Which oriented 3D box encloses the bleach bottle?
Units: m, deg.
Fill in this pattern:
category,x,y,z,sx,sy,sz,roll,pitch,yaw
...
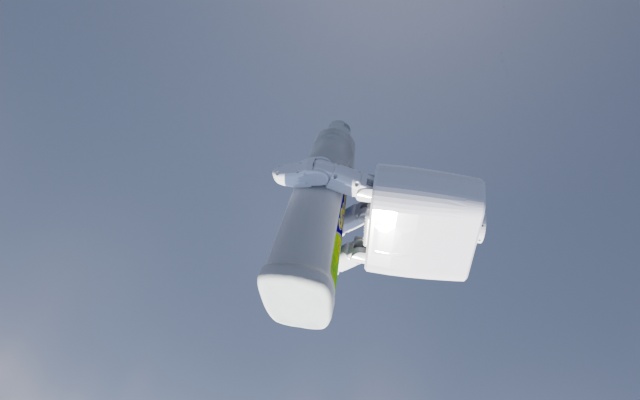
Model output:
category,x,y,z,sx,sy,sz,roll,pitch,yaw
bleach bottle,0.000,0.002,0.512,0.068,0.250,0.103,7,-38,9
